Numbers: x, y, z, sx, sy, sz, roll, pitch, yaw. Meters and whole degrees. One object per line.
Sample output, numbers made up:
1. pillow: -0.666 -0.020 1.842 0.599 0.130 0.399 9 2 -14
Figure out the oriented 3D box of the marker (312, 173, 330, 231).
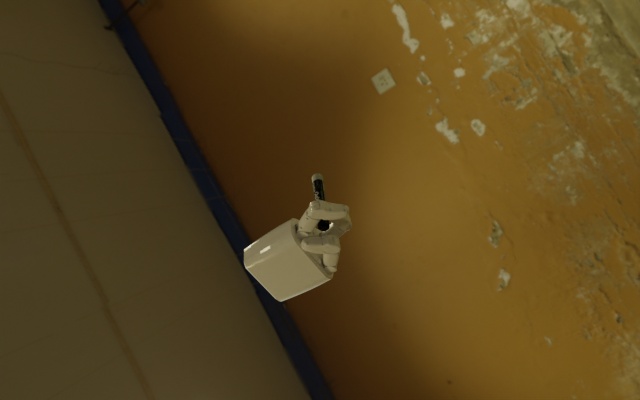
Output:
1. marker: 0.000 0.002 0.763 0.020 0.020 0.121 0 44 -7
